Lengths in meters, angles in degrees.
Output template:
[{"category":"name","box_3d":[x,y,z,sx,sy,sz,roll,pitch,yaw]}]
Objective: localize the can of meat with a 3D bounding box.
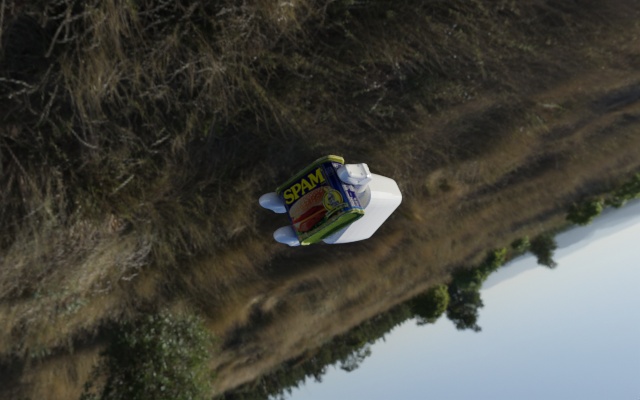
[{"category":"can of meat","box_3d":[0.000,0.002,0.642,0.102,0.084,0.057,-33,-20,27]}]
